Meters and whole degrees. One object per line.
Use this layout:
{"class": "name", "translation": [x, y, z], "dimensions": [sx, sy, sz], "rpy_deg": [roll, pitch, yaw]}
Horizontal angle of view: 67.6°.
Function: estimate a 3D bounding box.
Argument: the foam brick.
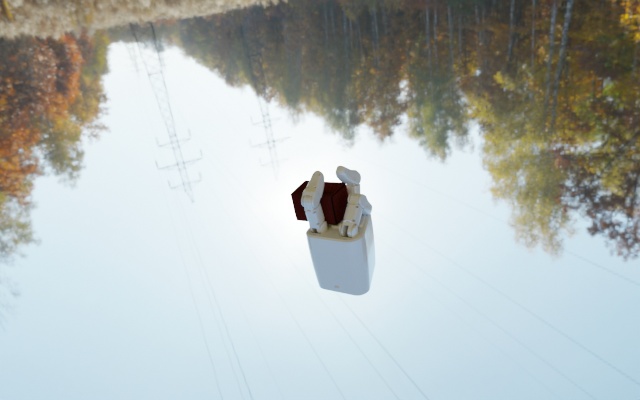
{"class": "foam brick", "translation": [0.000, 0.002, 0.769], "dimensions": [0.078, 0.051, 0.053], "rpy_deg": [5, 31, 31]}
